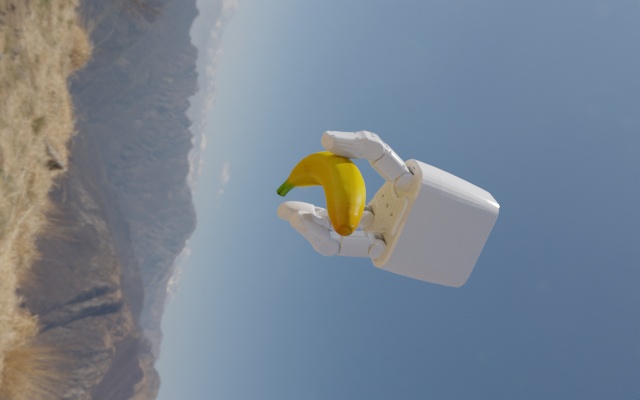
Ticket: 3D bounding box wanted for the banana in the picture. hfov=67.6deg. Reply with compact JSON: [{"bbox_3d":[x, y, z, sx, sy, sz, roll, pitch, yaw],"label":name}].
[{"bbox_3d":[0.007,-0.016,0.472,0.037,0.069,0.197,27,0,-21],"label":"banana"}]
